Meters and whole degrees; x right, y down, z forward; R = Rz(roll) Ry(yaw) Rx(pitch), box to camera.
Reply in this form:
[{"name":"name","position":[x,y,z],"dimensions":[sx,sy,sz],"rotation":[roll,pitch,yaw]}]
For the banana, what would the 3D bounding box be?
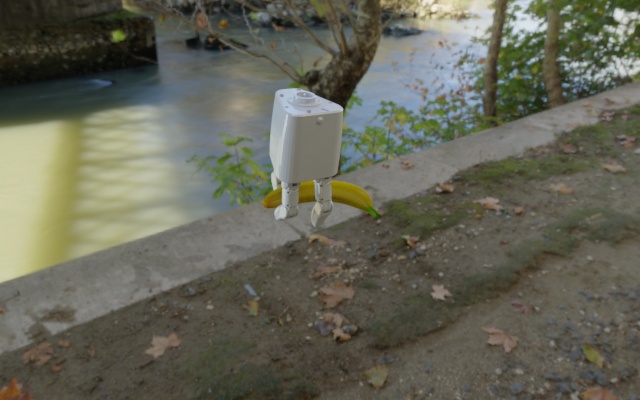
[{"name":"banana","position":[0.002,-0.008,0.801],"dimensions":[0.198,0.037,0.069],"rotation":[5,33,-9]}]
